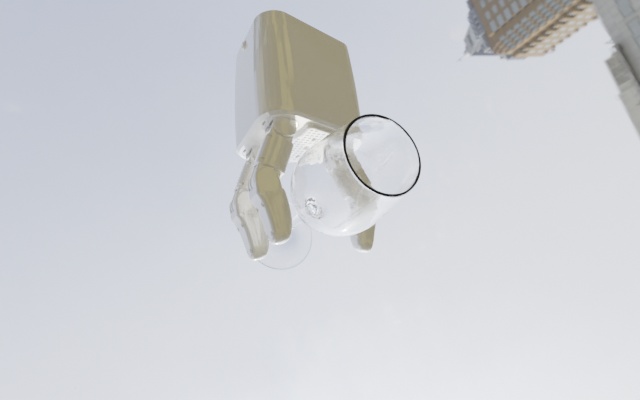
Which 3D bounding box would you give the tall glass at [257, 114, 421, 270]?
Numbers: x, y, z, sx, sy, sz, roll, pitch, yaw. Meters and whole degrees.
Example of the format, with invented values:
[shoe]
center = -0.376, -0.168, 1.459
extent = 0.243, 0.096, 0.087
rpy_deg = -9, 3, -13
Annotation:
[tall glass]
center = 0.000, 0.002, 0.406
extent = 0.079, 0.079, 0.201
rpy_deg = 0, -19, -27
